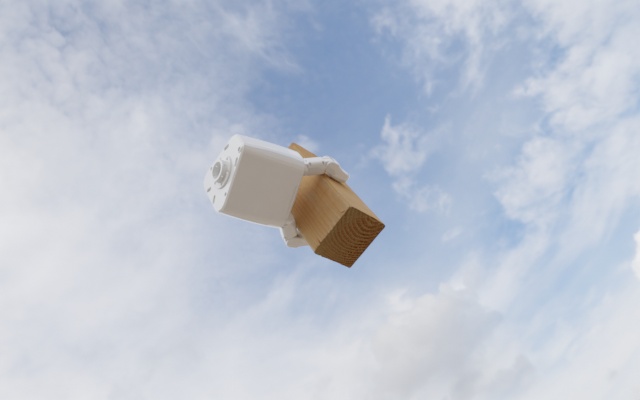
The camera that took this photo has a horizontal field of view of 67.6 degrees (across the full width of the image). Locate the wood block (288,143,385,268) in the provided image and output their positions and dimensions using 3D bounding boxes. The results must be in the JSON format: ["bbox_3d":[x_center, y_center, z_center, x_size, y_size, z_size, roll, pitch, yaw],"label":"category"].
[{"bbox_3d":[0.000,0.002,0.779,0.090,0.091,0.206,28,16,-41],"label":"wood block"}]
